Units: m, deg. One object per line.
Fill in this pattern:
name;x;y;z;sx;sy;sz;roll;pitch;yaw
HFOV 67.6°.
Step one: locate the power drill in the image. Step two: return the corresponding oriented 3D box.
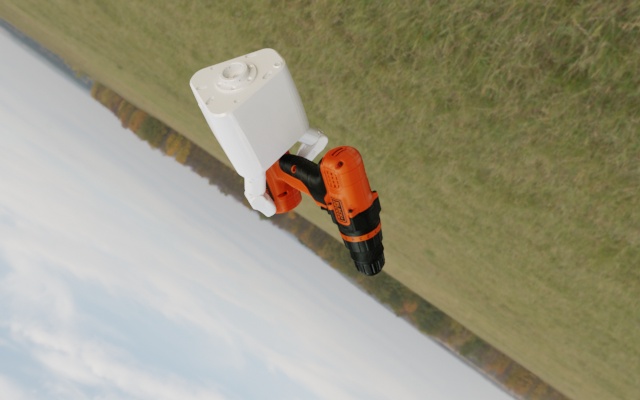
power drill;0.000;0.002;0.624;0.187;0.184;0.057;19;46;43
